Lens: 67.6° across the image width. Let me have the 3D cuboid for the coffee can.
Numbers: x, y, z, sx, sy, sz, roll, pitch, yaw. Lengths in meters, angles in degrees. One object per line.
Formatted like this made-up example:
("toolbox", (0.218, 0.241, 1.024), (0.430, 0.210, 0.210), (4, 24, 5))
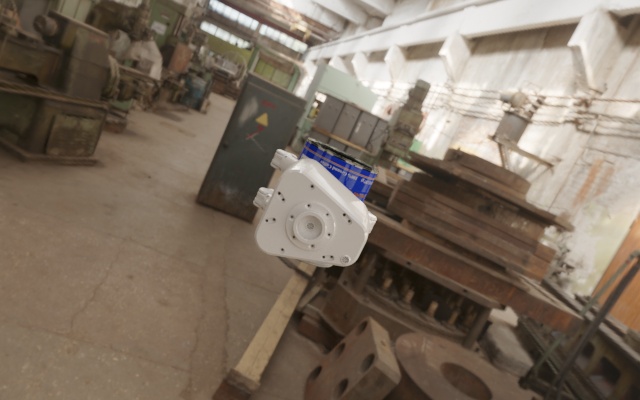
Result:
("coffee can", (0.000, 0.002, 0.630), (0.103, 0.140, 0.103), (25, 10, -5))
